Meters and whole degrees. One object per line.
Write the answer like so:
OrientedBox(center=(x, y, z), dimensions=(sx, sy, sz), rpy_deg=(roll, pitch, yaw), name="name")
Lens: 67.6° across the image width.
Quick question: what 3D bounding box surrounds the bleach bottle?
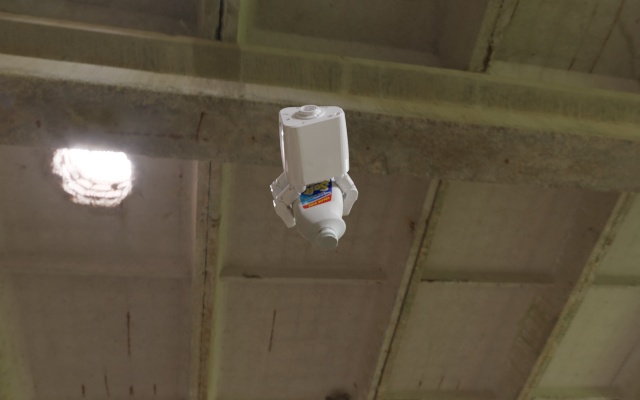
OrientedBox(center=(0.000, 0.003, 0.837), dimensions=(0.102, 0.068, 0.250), rpy_deg=(-7, 31, -7), name="bleach bottle")
